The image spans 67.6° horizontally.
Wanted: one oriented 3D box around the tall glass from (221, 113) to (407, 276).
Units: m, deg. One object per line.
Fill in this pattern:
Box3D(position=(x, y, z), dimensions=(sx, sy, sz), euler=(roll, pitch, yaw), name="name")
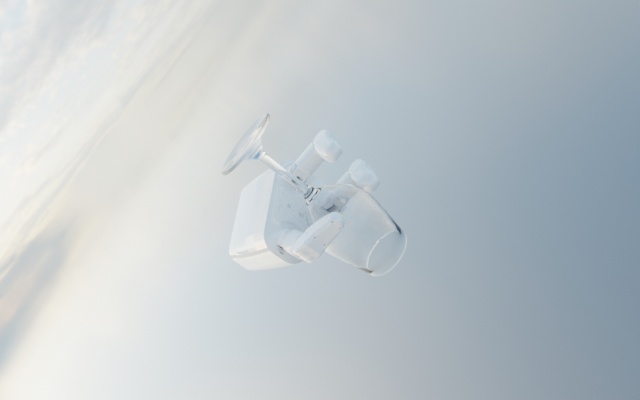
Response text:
Box3D(position=(0.000, 0.001, 0.497), dimensions=(0.201, 0.079, 0.079), euler=(37, -15, -21), name="tall glass")
